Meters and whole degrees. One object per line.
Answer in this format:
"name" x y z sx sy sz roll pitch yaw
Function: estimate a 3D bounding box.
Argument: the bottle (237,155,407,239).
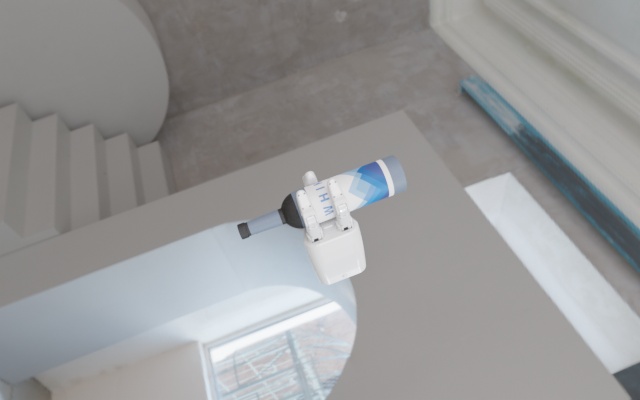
"bottle" 0.000 0.003 0.823 0.295 0.069 0.069 -20 2 -5
